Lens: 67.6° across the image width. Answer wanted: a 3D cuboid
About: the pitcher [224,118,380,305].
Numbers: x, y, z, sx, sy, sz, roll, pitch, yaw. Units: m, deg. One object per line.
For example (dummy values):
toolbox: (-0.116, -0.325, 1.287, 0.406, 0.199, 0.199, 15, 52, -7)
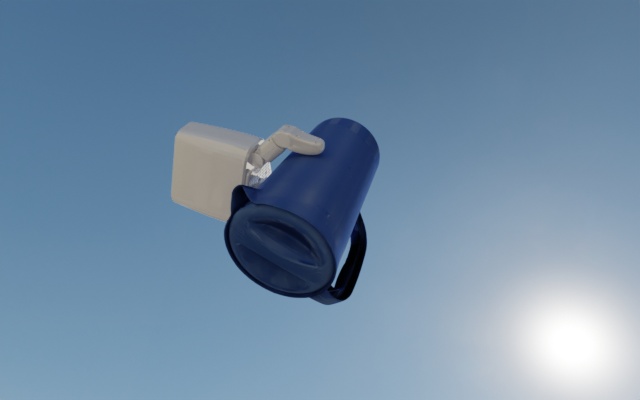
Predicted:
pitcher: (0.000, 0.002, 0.604, 0.145, 0.149, 0.242, 16, 40, 14)
